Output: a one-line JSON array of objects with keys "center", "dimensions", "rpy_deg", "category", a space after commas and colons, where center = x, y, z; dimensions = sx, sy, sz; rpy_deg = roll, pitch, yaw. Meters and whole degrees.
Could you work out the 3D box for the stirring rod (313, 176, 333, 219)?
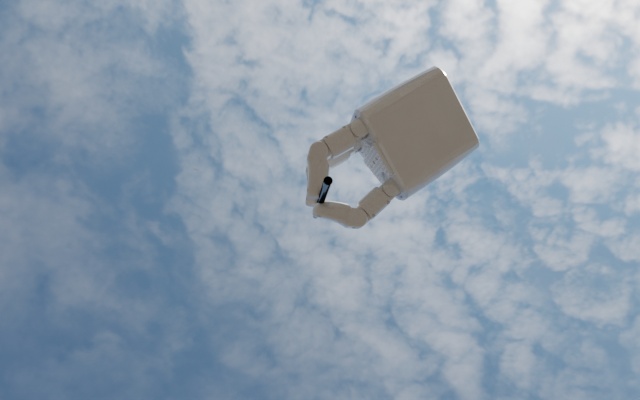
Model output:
[{"center": [0.000, 0.002, 0.532], "dimensions": [0.011, 0.011, 0.239], "rpy_deg": [0, -9, -3], "category": "stirring rod"}]
